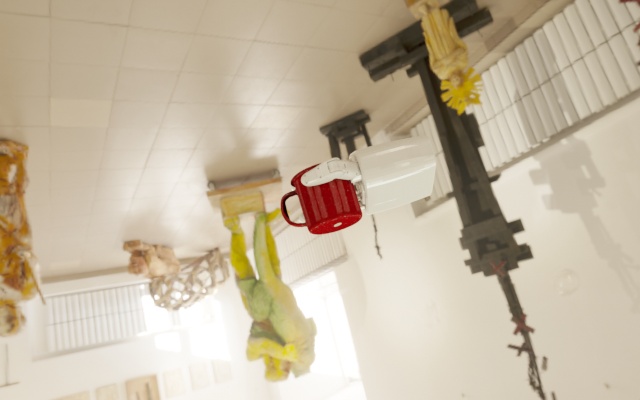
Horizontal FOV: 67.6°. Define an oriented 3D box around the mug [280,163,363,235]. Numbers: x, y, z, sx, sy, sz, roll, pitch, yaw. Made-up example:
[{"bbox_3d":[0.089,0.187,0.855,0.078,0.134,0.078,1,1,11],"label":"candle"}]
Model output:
[{"bbox_3d":[-0.001,0.003,0.687,0.117,0.081,0.093,-16,-16,-1],"label":"mug"}]
